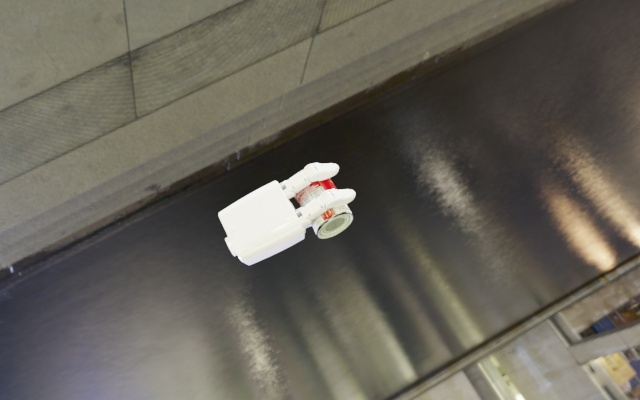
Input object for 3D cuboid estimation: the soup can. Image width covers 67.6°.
[{"bbox_3d":[0.001,0.003,0.779,0.068,0.102,0.068,-25,-27,-13],"label":"soup can"}]
